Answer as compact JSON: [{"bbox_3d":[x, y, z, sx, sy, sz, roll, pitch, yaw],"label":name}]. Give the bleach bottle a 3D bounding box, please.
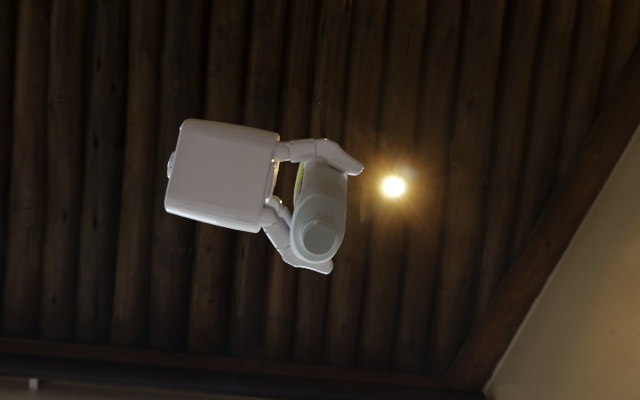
[{"bbox_3d":[0.000,0.002,0.544,0.068,0.102,0.250,12,11,-2],"label":"bleach bottle"}]
